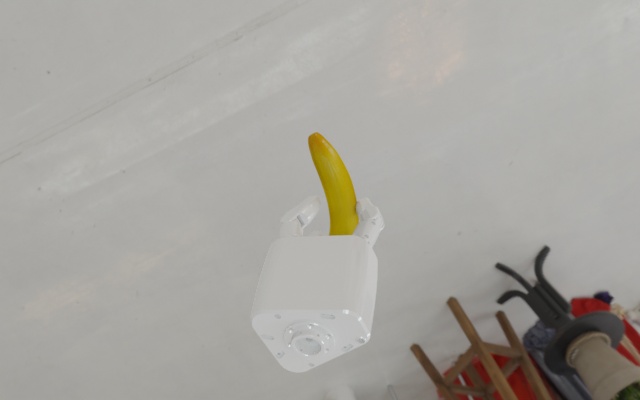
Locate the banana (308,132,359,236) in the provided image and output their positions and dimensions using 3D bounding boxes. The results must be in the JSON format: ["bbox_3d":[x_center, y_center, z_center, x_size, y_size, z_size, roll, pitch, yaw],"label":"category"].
[{"bbox_3d":[0.017,0.009,0.603,0.069,0.198,0.037,16,40,23],"label":"banana"}]
